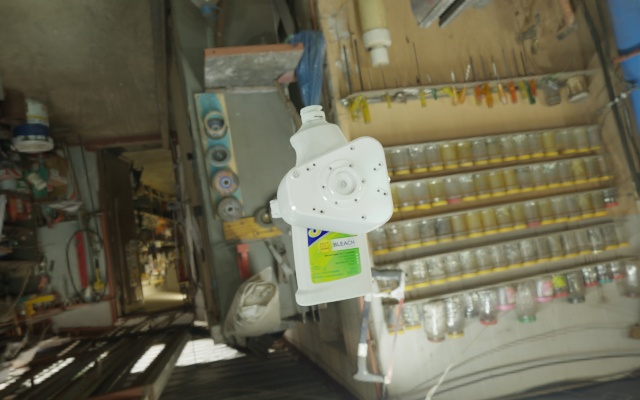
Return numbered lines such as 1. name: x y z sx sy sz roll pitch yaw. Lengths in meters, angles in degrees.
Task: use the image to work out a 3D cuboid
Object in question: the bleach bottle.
1. bleach bottle: 0.000 0.002 0.623 0.102 0.251 0.068 -9 -5 -9
